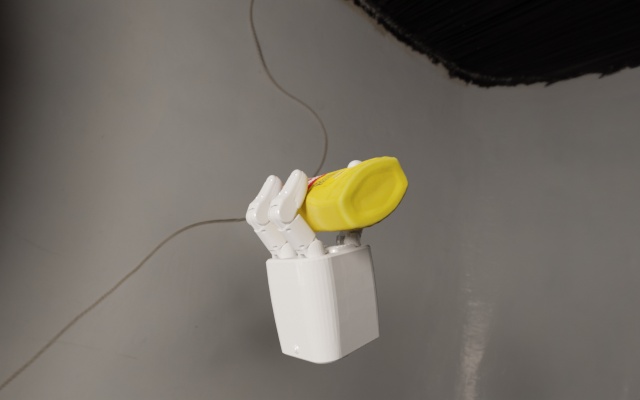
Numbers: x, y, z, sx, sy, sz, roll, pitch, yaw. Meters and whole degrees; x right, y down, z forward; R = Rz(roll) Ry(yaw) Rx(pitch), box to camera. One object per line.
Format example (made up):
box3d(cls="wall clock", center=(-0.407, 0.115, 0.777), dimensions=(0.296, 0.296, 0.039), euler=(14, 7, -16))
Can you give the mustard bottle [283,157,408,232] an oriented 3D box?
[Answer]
box3d(cls="mustard bottle", center=(0.000, 0.001, 0.531), dimensions=(0.096, 0.058, 0.191), euler=(-37, 15, -33))
